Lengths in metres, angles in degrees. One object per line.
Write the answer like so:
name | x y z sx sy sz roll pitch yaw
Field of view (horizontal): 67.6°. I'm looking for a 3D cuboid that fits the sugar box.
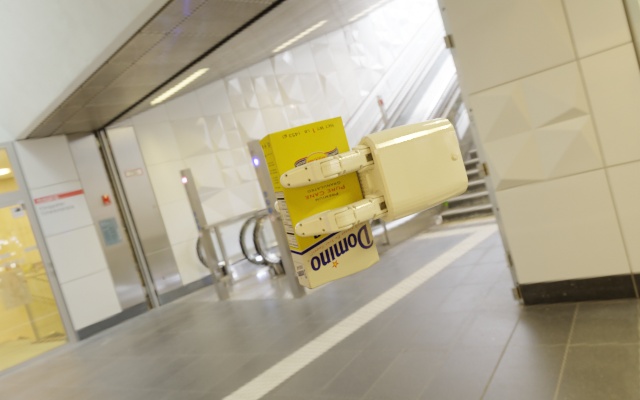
sugar box | 0.000 0.002 0.544 0.093 0.176 0.048 -18 4 -21
